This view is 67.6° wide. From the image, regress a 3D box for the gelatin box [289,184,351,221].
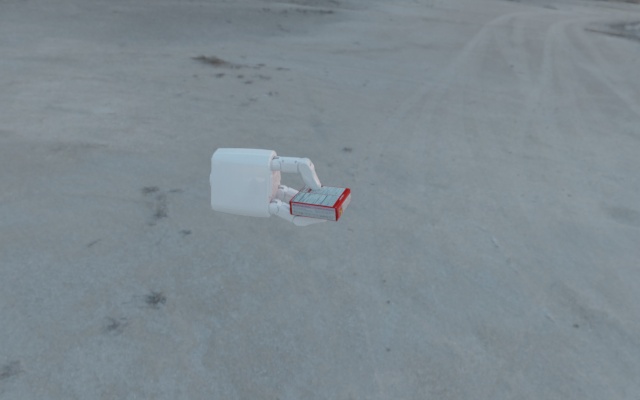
[{"bbox_3d":[0.000,0.002,0.830,0.089,0.030,0.073,6,29,21],"label":"gelatin box"}]
